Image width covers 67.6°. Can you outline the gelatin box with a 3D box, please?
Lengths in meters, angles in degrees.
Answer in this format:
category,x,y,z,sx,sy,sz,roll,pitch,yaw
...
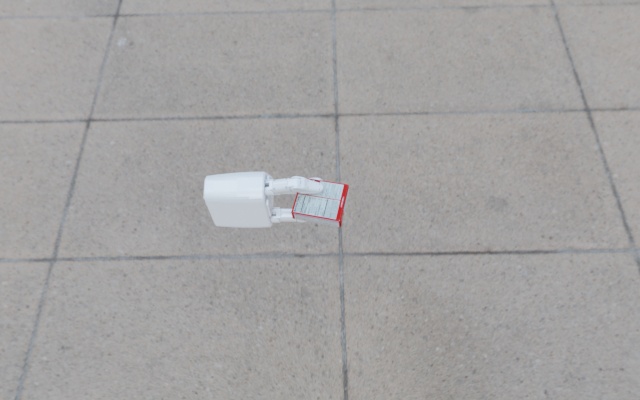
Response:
category,x,y,z,sx,sy,sz,roll,pitch,yaw
gelatin box,0.000,0.003,0.837,0.089,0.073,0.030,9,-27,11
